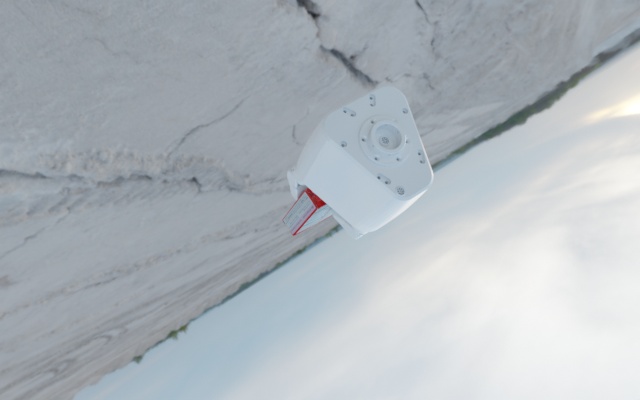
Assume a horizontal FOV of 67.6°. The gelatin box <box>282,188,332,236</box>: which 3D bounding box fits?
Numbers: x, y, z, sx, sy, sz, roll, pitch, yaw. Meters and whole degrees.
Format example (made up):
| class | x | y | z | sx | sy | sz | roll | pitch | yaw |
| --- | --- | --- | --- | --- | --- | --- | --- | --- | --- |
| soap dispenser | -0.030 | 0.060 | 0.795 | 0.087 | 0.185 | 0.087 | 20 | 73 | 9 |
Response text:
| class | x | y | z | sx | sy | sz | roll | pitch | yaw |
| --- | --- | --- | --- | --- | --- | --- | --- | --- | --- |
| gelatin box | 0.000 | 0.002 | 0.597 | 0.073 | 0.030 | 0.089 | -28 | -13 | -33 |
